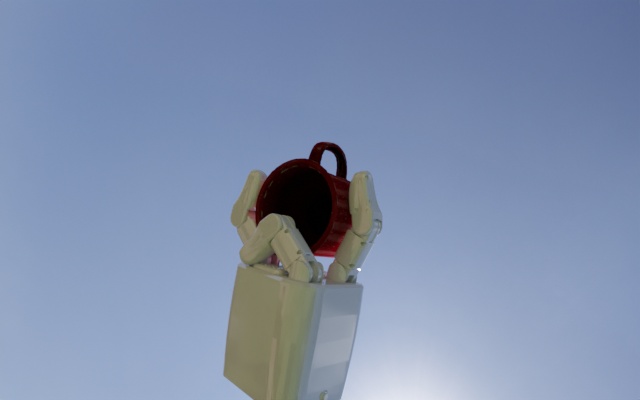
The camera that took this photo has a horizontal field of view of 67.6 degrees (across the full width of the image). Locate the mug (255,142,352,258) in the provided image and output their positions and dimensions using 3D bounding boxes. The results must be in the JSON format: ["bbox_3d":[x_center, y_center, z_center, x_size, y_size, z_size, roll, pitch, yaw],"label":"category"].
[{"bbox_3d":[0.000,0.000,0.465,0.093,0.117,0.081,7,-5,35],"label":"mug"}]
